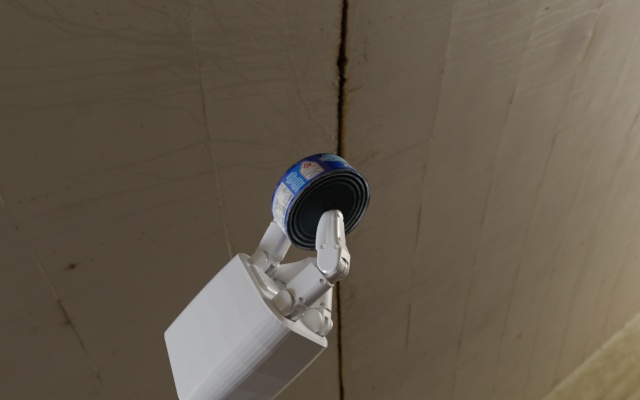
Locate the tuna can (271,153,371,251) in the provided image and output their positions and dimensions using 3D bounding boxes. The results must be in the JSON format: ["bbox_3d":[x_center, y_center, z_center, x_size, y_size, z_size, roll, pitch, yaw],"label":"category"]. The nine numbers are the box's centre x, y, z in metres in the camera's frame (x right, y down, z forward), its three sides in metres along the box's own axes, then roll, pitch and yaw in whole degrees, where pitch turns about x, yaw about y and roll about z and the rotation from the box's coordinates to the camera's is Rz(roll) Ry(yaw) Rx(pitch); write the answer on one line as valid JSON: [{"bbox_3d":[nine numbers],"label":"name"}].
[{"bbox_3d":[0.000,0.001,0.427,0.086,0.086,0.033,0,34,-37],"label":"tuna can"}]
